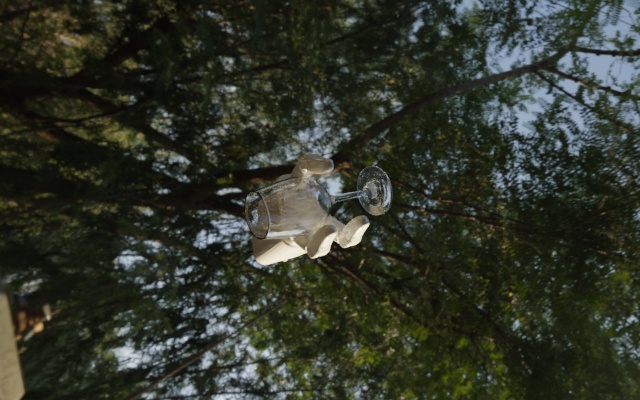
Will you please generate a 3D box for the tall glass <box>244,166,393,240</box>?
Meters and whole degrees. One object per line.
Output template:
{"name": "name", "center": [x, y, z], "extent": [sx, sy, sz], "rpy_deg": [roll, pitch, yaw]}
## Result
{"name": "tall glass", "center": [0.001, 0.002, 0.644], "extent": [0.201, 0.079, 0.079], "rpy_deg": [-11, 7, -36]}
